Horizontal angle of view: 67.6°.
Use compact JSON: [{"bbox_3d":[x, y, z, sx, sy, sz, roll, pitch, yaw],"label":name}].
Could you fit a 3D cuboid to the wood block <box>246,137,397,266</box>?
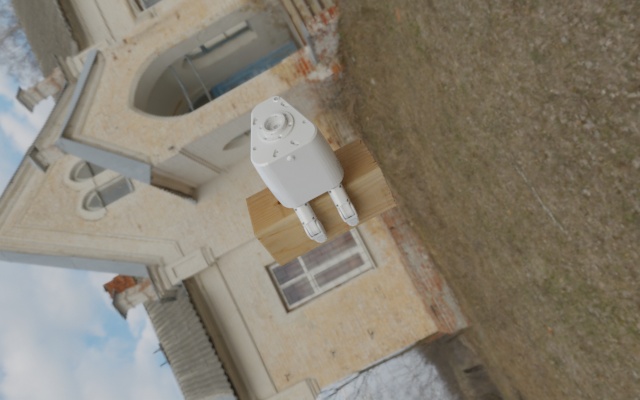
[{"bbox_3d":[0.000,0.002,0.746,0.206,0.090,0.090,-28,-47,4],"label":"wood block"}]
